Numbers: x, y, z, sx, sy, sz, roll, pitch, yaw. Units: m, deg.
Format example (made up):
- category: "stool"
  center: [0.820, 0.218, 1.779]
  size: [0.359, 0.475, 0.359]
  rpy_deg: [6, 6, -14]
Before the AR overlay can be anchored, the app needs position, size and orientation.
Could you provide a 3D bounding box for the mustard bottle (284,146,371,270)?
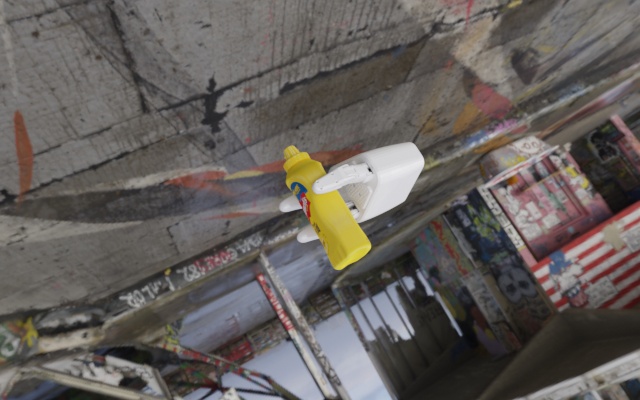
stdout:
- category: "mustard bottle"
  center: [0.000, 0.003, 0.689]
  size: [0.058, 0.191, 0.096]
  rpy_deg: [-27, -14, -13]
